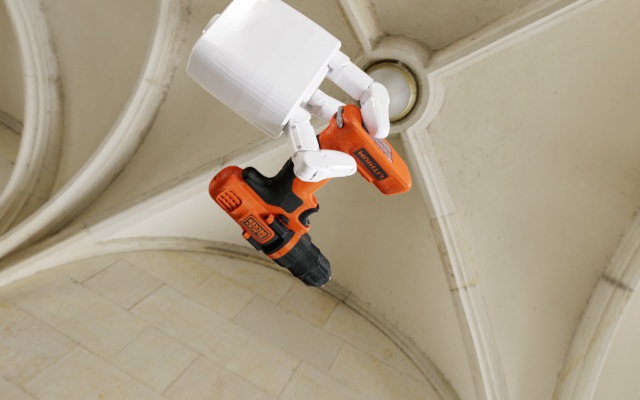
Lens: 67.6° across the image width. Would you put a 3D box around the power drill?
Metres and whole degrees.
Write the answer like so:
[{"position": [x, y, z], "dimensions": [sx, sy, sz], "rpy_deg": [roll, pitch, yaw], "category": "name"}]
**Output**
[{"position": [0.000, 0.001, 0.516], "dimensions": [0.188, 0.184, 0.057], "rpy_deg": [-34, 26, 21], "category": "power drill"}]
